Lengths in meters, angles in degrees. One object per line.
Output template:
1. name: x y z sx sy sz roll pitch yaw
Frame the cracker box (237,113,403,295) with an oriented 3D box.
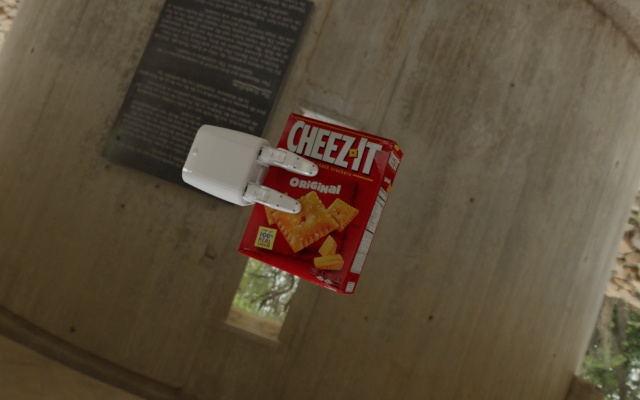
1. cracker box: 0.000 0.002 0.666 0.164 0.213 0.072 19 -4 20
